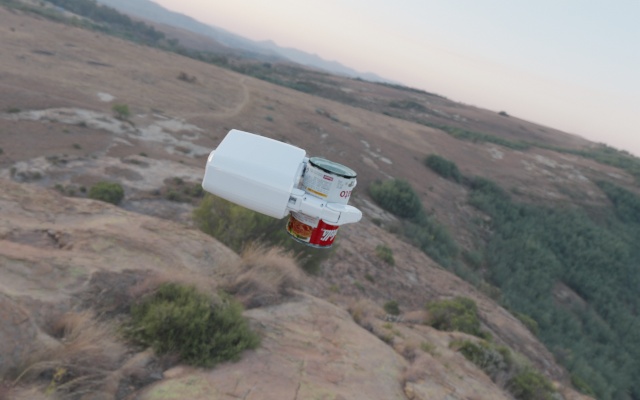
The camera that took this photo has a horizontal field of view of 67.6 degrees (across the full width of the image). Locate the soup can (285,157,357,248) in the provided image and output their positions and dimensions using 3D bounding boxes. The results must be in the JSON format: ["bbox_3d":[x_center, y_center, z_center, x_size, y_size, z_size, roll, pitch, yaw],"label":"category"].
[{"bbox_3d":[0.001,0.002,0.628,0.068,0.102,0.068,18,15,-5],"label":"soup can"}]
